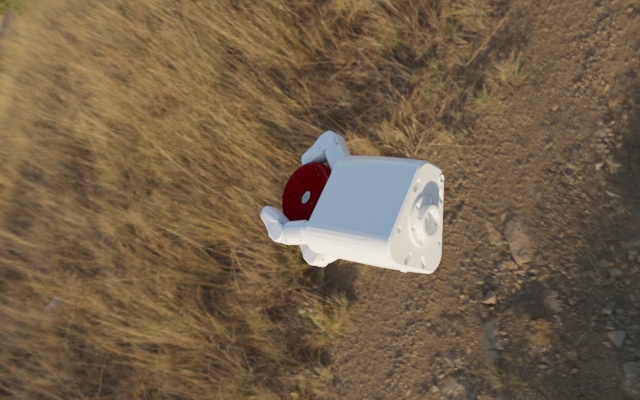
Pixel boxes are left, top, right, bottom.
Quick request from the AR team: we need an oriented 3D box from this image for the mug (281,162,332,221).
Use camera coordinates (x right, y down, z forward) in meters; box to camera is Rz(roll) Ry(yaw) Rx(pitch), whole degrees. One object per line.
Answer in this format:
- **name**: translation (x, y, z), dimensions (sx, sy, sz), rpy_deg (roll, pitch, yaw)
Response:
- **mug**: translation (-0.001, 0.002, 0.582), dimensions (0.117, 0.093, 0.081), rpy_deg (6, -9, 45)
